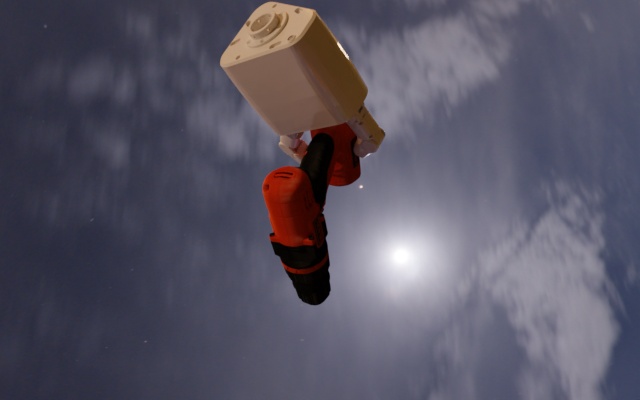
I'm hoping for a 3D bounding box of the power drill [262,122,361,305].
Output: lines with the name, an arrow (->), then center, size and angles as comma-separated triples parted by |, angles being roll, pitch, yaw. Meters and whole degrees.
power drill -> 0.000, 0.001, 0.547 | 0.057, 0.185, 0.187 | 4, 42, 16
